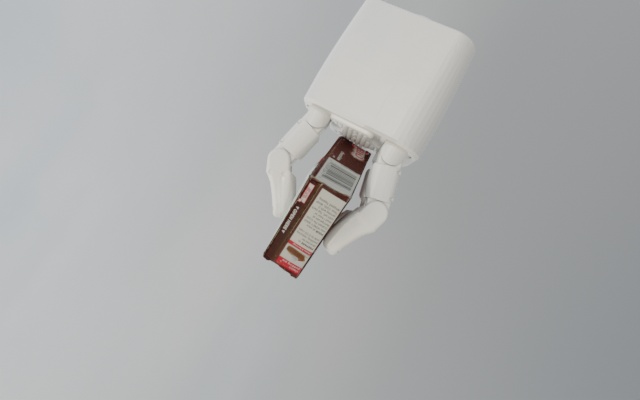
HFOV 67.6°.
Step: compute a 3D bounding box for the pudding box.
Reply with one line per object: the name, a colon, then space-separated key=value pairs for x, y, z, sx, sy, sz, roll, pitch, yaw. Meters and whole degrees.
pudding box: x=0.000 y=0.001 z=0.418 sx=0.039 sy=0.090 sz=0.113 roll=32 pitch=27 yaw=1
